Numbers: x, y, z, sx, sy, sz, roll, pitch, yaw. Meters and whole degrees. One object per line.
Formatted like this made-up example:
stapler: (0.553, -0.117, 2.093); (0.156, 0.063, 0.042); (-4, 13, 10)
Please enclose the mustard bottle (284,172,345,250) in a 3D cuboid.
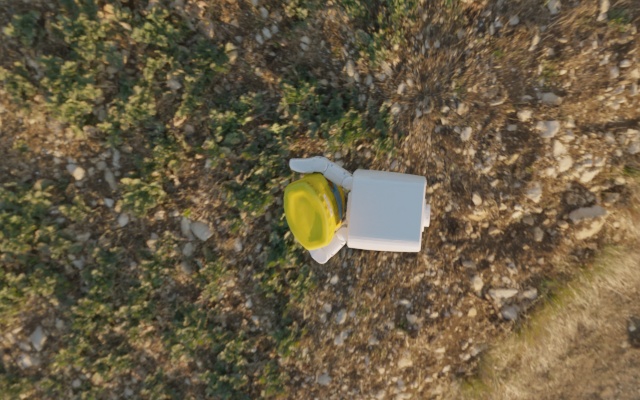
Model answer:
mustard bottle: (0.000, 0.002, 0.726); (0.058, 0.096, 0.191); (-20, 7, 15)
